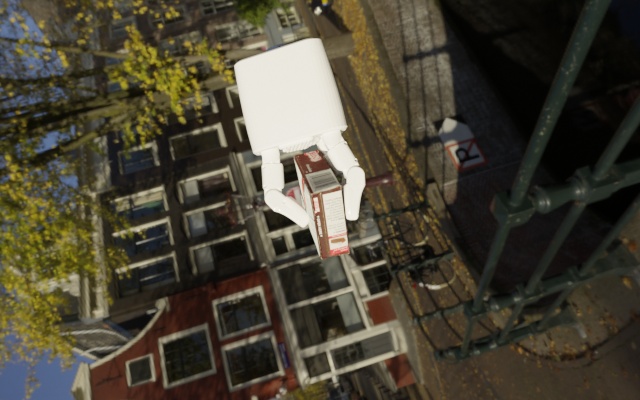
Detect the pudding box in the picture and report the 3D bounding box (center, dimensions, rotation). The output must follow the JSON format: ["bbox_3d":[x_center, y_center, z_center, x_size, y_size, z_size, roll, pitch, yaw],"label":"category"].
[{"bbox_3d":[0.000,0.002,0.571,0.039,0.090,0.113,-13,29,-5],"label":"pudding box"}]
